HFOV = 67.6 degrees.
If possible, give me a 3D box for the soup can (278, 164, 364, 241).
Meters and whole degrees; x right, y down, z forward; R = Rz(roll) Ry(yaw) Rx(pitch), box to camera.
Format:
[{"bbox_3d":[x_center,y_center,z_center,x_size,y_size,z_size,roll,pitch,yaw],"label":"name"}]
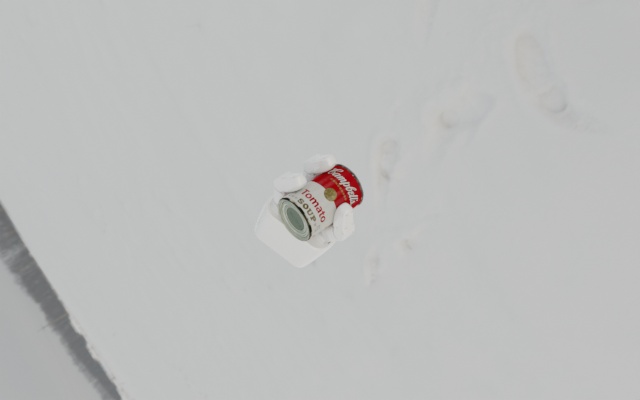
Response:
[{"bbox_3d":[0.000,0.002,0.656,0.102,0.068,0.068,-33,18,-29],"label":"soup can"}]
